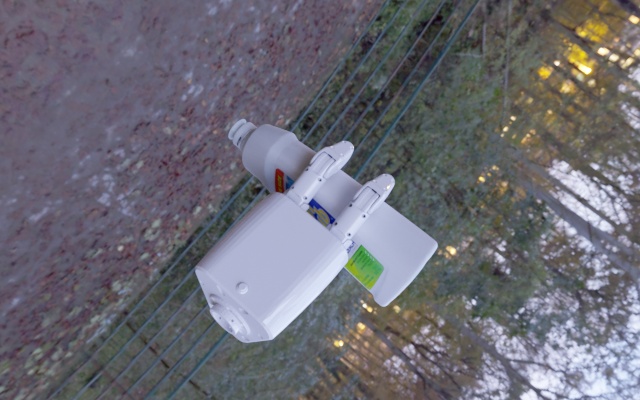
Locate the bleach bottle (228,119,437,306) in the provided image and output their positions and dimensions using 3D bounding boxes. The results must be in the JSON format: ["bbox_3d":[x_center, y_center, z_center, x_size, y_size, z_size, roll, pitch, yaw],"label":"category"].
[{"bbox_3d":[0.000,0.002,0.521,0.068,0.251,0.103,-45,-12,-29],"label":"bleach bottle"}]
